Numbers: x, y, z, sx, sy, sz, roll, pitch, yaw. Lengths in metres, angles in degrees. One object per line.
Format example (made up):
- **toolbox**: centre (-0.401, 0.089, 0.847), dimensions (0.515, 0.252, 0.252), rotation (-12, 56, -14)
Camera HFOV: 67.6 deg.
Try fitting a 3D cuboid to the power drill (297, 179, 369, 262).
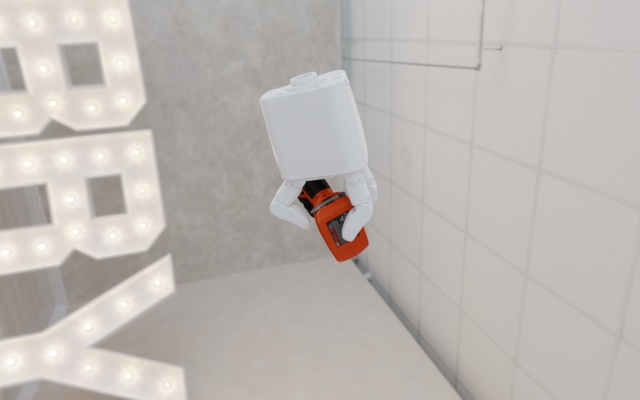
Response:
- **power drill**: centre (0.000, 0.002, 0.700), dimensions (0.057, 0.185, 0.187), rotation (-32, 43, -5)
